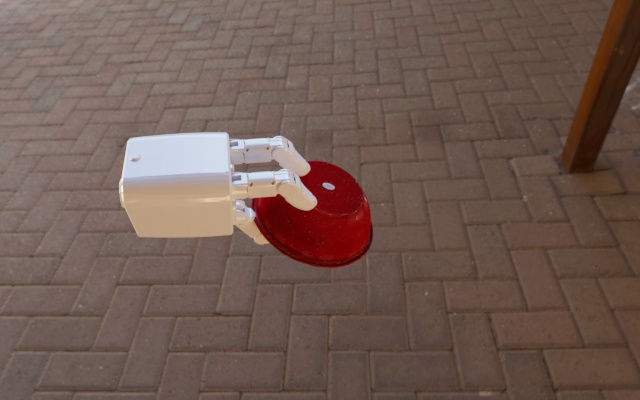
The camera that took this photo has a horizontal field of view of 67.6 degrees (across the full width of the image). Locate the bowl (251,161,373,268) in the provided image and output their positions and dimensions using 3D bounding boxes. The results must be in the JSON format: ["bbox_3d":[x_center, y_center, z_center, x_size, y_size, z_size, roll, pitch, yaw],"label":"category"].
[{"bbox_3d":[0.001,0.002,0.586,0.162,0.162,0.055,0,-43,-27],"label":"bowl"}]
